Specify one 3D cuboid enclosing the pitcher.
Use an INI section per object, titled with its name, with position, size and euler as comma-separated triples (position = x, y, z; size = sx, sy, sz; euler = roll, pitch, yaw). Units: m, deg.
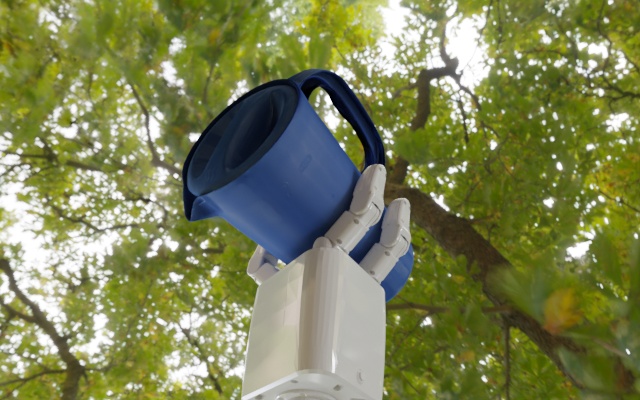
[pitcher]
position = 0.000, 0.002, 0.477
size = 0.149, 0.145, 0.243
euler = -23, -49, 27
